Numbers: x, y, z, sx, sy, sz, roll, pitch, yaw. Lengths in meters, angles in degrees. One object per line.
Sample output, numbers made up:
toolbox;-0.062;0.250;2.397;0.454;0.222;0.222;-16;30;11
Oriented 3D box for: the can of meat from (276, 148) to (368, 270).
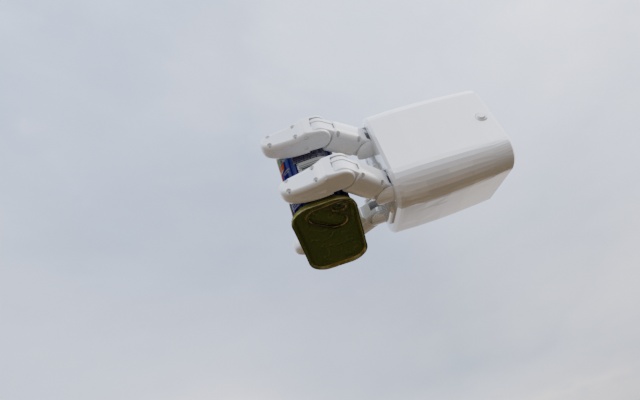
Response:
can of meat;0.000;0.001;0.443;0.057;0.084;0.102;-19;-38;1
